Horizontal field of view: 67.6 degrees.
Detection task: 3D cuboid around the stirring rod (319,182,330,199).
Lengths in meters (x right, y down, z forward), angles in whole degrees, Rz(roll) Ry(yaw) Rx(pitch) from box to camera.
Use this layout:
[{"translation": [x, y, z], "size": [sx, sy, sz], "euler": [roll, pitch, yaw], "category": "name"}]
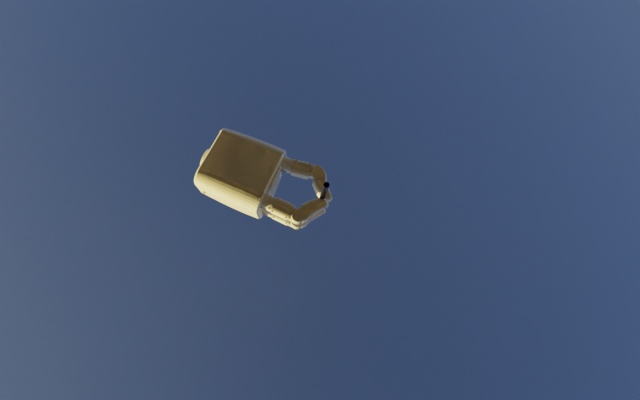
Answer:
[{"translation": [0.000, 0.002, 0.750], "size": [0.011, 0.011, 0.239], "euler": [0, -11, -4], "category": "stirring rod"}]
